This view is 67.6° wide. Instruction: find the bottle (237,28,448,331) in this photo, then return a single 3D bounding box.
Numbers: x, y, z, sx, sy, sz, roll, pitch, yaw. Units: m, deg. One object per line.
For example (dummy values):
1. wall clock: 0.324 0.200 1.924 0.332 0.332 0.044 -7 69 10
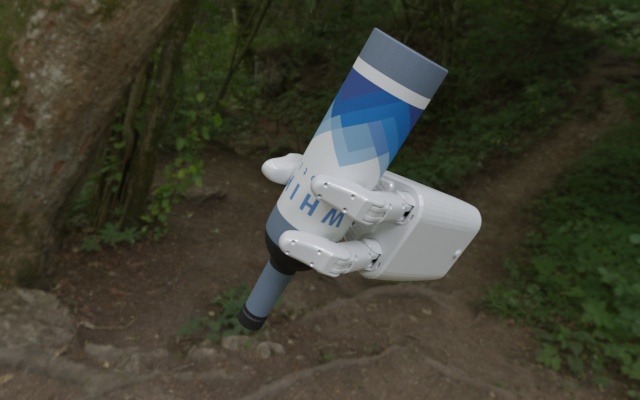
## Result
1. bottle: 0.000 0.001 0.421 0.069 0.296 0.069 26 22 -11
